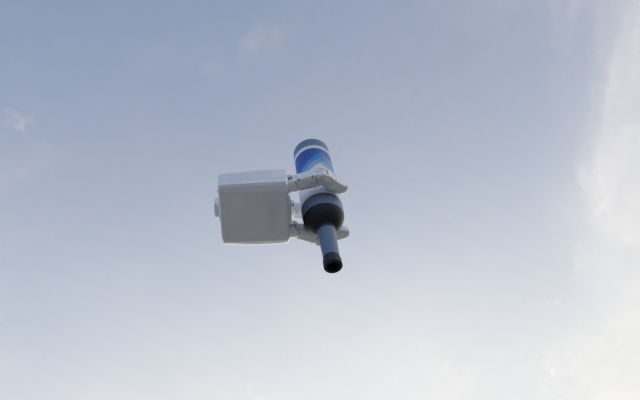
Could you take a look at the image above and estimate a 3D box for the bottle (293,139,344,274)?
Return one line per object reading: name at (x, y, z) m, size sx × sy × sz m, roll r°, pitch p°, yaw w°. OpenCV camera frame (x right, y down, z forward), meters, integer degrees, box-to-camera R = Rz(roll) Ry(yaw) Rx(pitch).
bottle at (0.000, 0.002, 0.776) m, size 0.069 × 0.069 × 0.295 m, roll 0°, pitch 38°, yaw -9°
